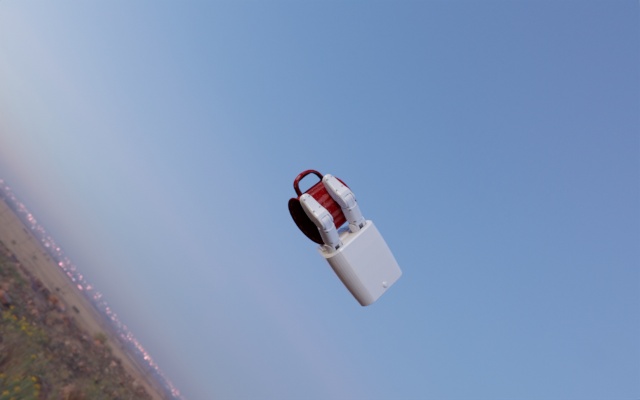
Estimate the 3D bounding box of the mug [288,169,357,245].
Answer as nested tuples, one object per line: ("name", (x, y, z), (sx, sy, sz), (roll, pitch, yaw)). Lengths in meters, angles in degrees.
("mug", (-0.001, 0.001, 0.788), (0.081, 0.117, 0.093), (-38, 13, -25))
